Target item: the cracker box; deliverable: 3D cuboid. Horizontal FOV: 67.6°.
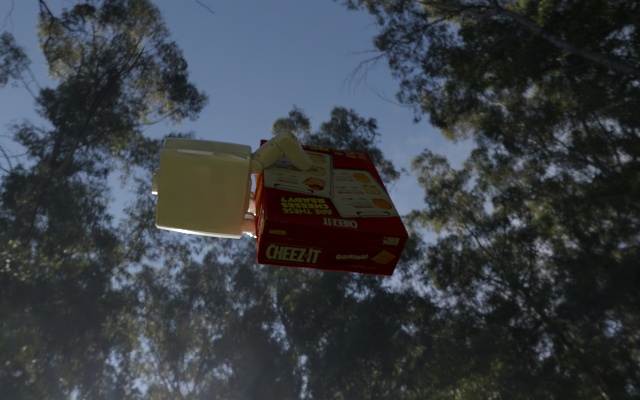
[{"bbox_3d":[0.000,0.002,0.618,0.164,0.072,0.213,6,30,-12],"label":"cracker box"}]
